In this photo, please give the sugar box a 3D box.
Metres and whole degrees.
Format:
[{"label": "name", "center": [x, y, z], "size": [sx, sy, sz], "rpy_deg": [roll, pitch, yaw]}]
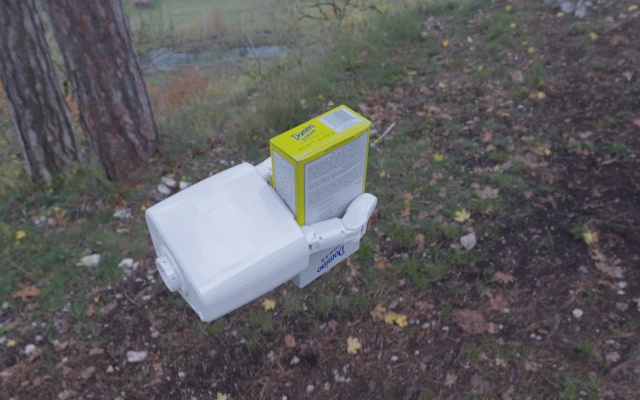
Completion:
[{"label": "sugar box", "center": [0.000, 0.001, 0.483], "size": [0.093, 0.176, 0.048], "rpy_deg": [-30, 53, -30]}]
